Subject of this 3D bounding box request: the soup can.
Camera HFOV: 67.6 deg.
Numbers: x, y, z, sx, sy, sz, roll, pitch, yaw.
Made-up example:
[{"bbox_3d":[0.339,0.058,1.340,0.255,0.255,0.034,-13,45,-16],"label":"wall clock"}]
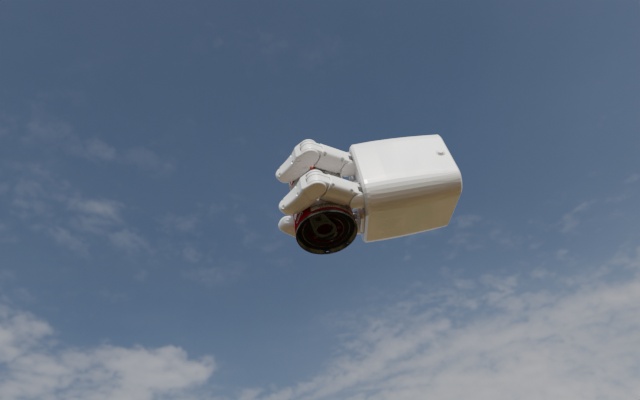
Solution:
[{"bbox_3d":[0.000,0.002,0.551,0.068,0.069,0.102,0,42,-11],"label":"soup can"}]
